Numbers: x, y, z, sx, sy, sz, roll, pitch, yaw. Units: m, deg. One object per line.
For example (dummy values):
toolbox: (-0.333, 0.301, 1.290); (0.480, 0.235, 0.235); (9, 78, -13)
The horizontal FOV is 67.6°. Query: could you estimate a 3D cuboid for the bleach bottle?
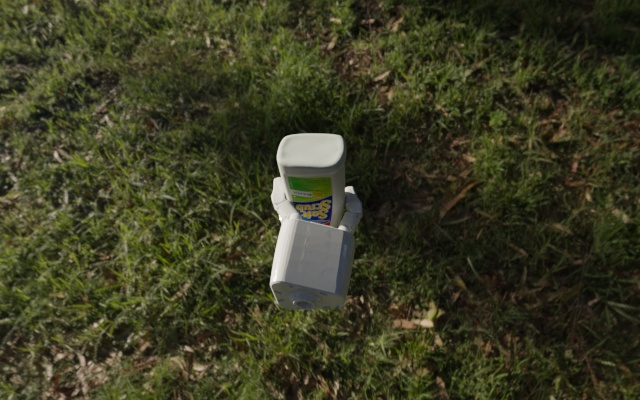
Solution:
bleach bottle: (0.000, 0.002, 0.772); (0.102, 0.068, 0.251); (3, -37, 11)
